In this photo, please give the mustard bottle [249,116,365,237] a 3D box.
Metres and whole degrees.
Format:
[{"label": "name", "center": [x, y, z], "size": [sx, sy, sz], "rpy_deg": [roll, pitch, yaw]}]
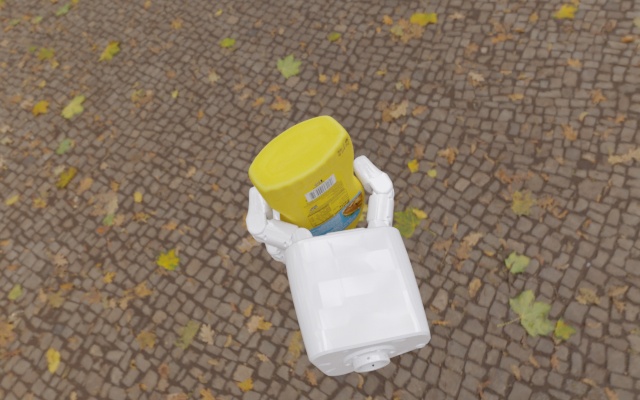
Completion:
[{"label": "mustard bottle", "center": [0.000, 0.001, 0.502], "size": [0.096, 0.058, 0.192], "rpy_deg": [-37, -31, -8]}]
